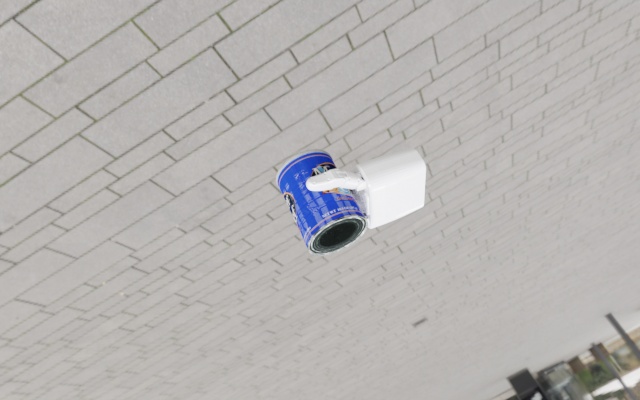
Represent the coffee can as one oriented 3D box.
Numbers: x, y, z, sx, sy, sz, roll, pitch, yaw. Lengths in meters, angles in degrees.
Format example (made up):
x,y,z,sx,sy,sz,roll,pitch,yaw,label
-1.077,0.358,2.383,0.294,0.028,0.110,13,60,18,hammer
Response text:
x,y,z,sx,sy,sz,roll,pitch,yaw,label
0.000,0.002,0.770,0.103,0.140,0.103,-20,-31,-13,coffee can
